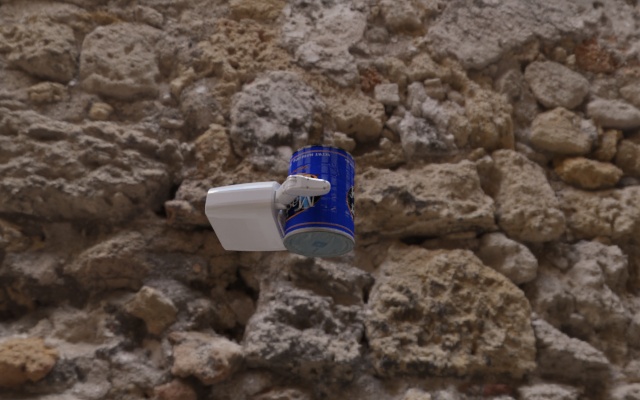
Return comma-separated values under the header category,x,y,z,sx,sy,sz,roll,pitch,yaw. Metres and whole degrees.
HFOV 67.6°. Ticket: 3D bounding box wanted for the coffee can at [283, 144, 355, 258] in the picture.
category,x,y,z,sx,sy,sz,roll,pitch,yaw
coffee can,0.000,0.002,0.714,0.103,0.140,0.103,2,-27,1
